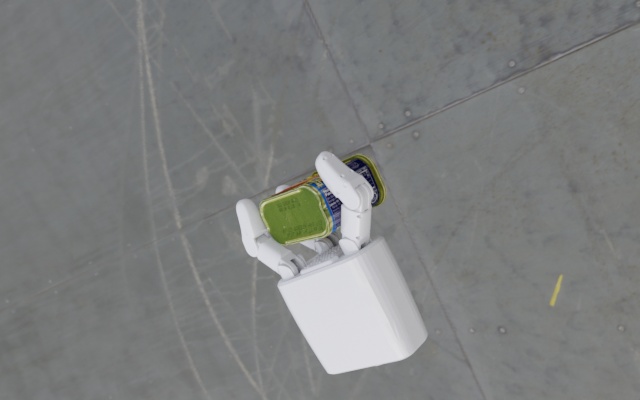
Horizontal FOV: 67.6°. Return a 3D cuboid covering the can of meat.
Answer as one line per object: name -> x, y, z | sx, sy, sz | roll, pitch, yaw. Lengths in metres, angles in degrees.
can of meat -> 0.000, 0.002, 0.478 | 0.084, 0.057, 0.102 | -30, 8, -40
